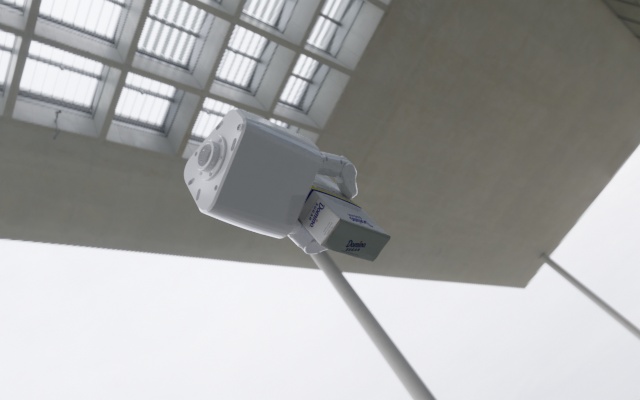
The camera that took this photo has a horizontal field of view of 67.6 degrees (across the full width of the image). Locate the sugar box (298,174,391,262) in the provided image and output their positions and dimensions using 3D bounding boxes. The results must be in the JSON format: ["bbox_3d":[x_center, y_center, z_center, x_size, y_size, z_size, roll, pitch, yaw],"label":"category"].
[{"bbox_3d":[0.000,0.002,0.597,0.093,0.048,0.176,21,21,-41],"label":"sugar box"}]
